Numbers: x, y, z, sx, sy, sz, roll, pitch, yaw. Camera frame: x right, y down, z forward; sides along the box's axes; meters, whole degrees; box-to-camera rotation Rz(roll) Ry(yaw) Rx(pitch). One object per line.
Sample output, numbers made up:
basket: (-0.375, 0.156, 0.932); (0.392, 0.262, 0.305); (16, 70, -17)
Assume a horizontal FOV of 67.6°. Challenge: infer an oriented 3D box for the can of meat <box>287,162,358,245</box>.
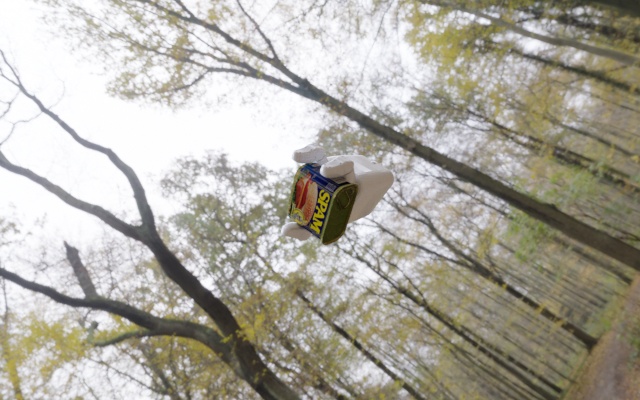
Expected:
can of meat: (0.000, 0.002, 0.731); (0.084, 0.102, 0.057); (33, 32, 31)
